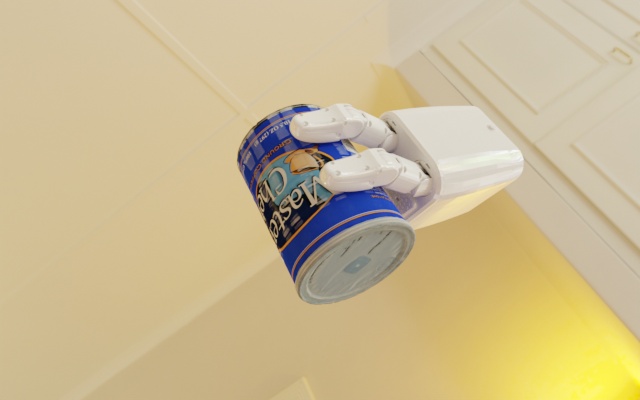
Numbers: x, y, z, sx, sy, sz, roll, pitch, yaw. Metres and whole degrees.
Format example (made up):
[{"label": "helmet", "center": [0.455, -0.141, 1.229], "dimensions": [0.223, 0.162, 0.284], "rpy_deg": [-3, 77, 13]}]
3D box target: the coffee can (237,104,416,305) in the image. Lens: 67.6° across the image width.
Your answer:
[{"label": "coffee can", "center": [0.000, 0.002, 0.407], "dimensions": [0.103, 0.140, 0.103], "rpy_deg": [-21, -34, -15]}]
